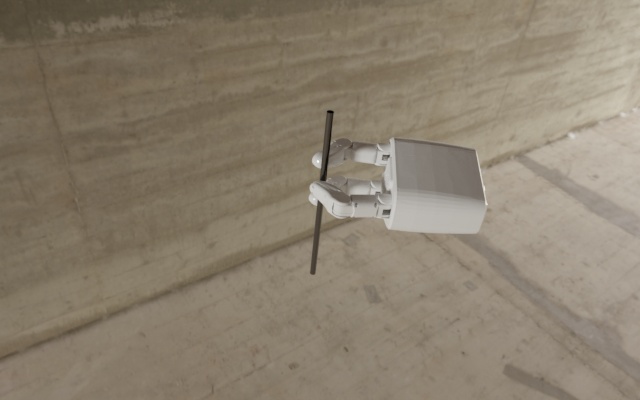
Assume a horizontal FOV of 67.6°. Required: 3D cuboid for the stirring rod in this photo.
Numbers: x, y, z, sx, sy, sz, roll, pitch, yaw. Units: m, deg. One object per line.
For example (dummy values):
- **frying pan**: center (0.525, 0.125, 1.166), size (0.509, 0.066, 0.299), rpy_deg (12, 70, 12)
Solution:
- **stirring rod**: center (0.000, 0.002, 0.582), size (0.011, 0.240, 0.011), rpy_deg (4, 36, -3)
